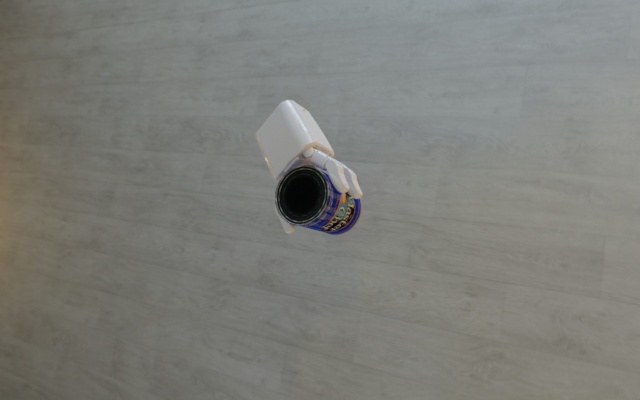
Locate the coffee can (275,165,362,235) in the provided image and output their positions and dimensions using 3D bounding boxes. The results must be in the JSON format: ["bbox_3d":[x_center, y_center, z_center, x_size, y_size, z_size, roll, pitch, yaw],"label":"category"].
[{"bbox_3d":[0.000,0.003,0.843,0.103,0.103,0.140,0,-10,28],"label":"coffee can"}]
